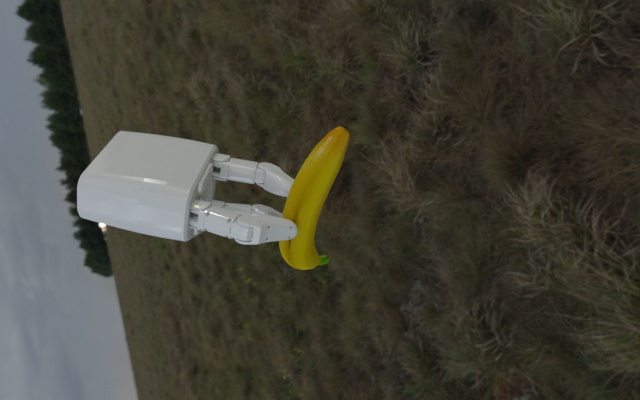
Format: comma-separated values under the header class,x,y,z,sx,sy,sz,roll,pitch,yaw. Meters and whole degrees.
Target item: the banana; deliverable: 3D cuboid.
class,x,y,z,sx,sy,sz,roll,pitch,yaw
banana,-0.012,0.013,0.493,0.037,0.198,0.069,33,49,22
